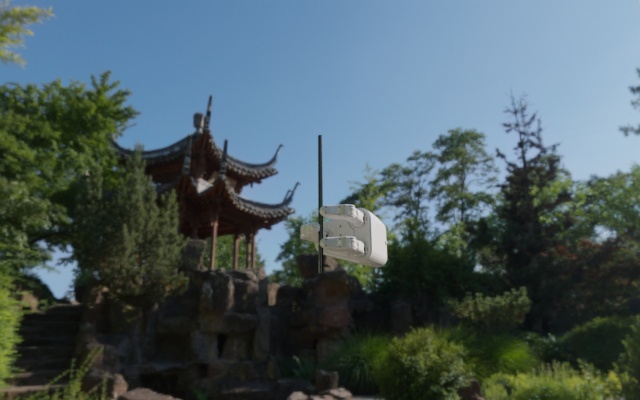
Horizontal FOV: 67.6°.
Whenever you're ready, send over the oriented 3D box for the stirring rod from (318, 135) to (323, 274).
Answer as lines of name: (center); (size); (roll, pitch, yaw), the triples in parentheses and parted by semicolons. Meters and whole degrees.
stirring rod: (0.000, 0.003, 0.801); (0.011, 0.239, 0.011); (0, -16, 0)
